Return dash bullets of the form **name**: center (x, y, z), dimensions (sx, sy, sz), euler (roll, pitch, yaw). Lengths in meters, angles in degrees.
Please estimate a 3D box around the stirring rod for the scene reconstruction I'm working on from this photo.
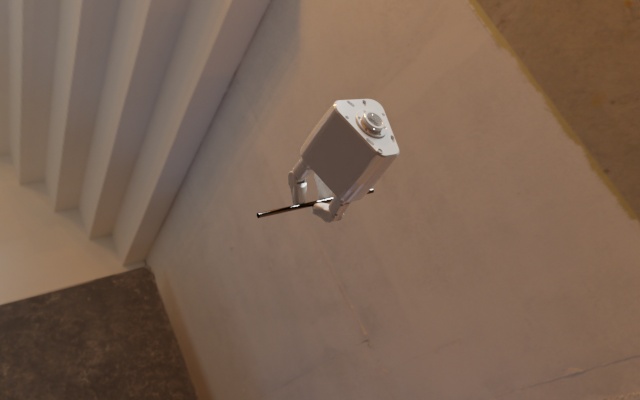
- **stirring rod**: center (0.000, 0.003, 0.781), dimensions (0.239, 0.011, 0.011), euler (-12, 7, -38)
